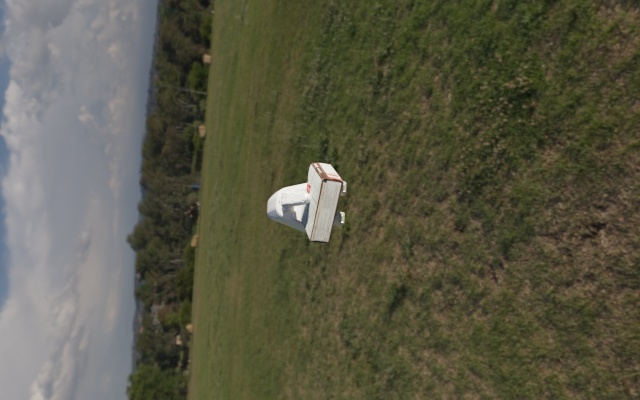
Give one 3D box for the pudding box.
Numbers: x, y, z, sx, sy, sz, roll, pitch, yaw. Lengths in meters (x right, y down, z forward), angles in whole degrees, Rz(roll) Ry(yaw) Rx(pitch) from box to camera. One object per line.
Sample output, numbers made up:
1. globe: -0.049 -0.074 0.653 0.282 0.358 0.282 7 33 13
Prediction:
1. pudding box: 0.000 0.003 0.802 0.039 0.113 0.090 4 21 -16
